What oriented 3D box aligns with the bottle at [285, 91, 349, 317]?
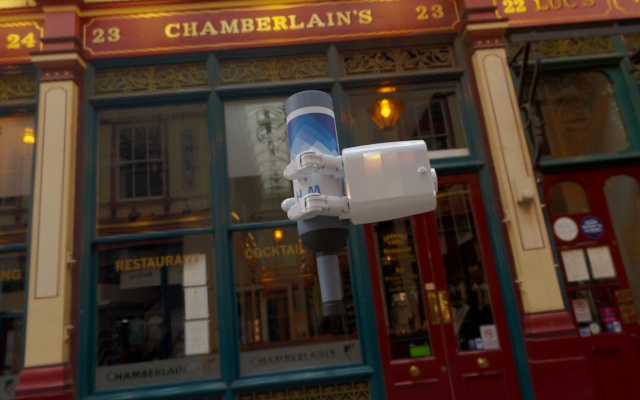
[{"bbox_3d":[0.000,0.002,0.631,0.069,0.295,0.069,-6,-16,-2],"label":"bottle"}]
